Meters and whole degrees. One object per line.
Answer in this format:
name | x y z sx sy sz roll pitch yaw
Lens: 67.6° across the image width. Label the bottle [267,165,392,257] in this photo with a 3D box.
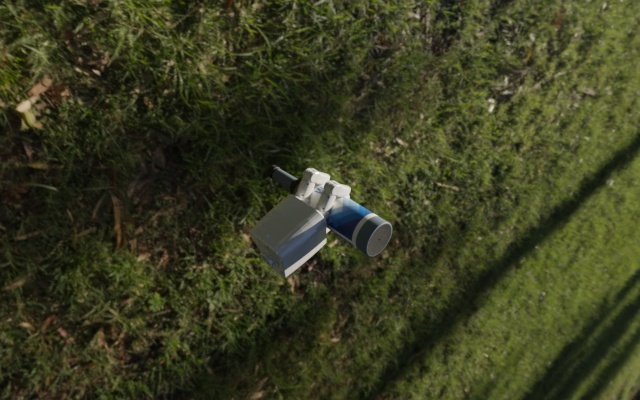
bottle | 0.000 0.003 0.897 0.295 0.069 0.069 33 21 36
